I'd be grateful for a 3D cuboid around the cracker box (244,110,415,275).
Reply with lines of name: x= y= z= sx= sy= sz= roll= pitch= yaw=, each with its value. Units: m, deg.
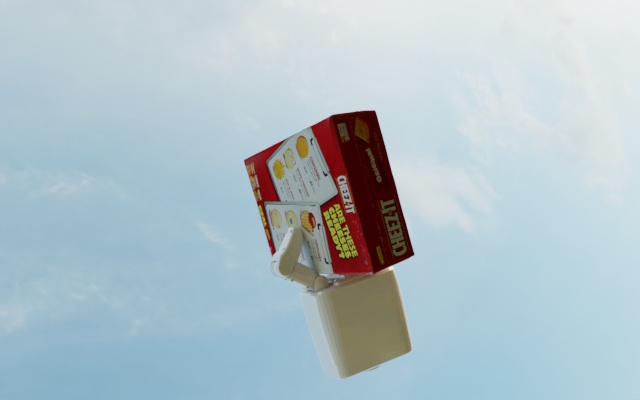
cracker box: x=0.000 y=0.002 z=0.572 sx=0.072 sy=0.164 sz=0.214 roll=-17 pitch=1 yaw=-34
